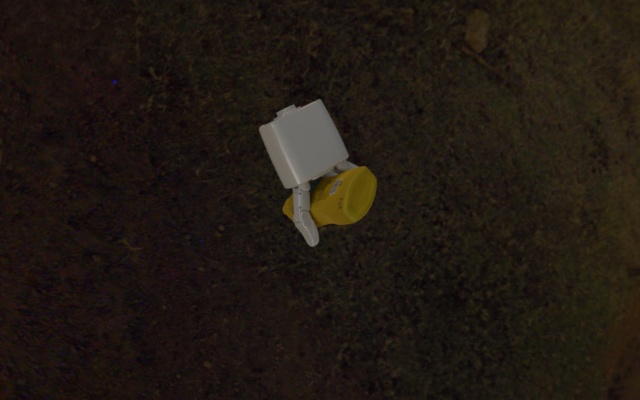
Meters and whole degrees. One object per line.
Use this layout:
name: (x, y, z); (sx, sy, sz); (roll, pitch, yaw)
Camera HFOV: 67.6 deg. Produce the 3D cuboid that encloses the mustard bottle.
mustard bottle: (0.000, 0.003, 0.792); (0.191, 0.096, 0.058); (-12, -48, 47)
